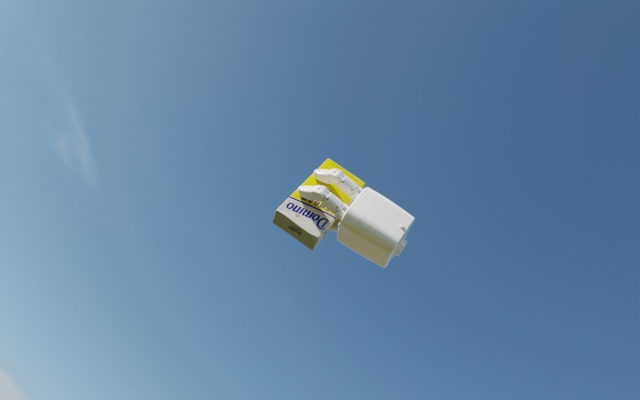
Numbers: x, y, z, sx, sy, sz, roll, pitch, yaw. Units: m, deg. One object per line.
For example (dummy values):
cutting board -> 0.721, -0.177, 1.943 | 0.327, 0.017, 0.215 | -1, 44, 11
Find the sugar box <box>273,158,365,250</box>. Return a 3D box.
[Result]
sugar box -> 0.000, 0.003, 0.892 | 0.093, 0.048, 0.176 | 34, 49, 10
